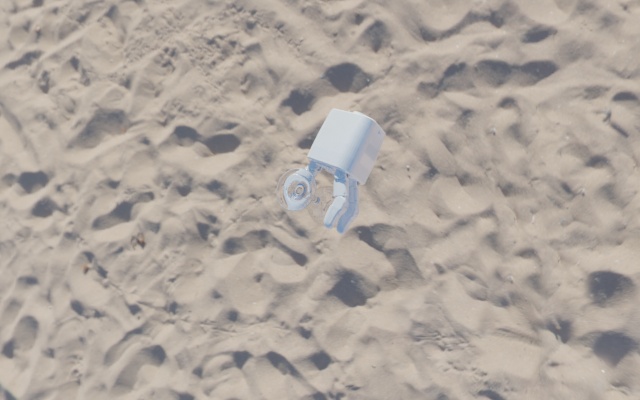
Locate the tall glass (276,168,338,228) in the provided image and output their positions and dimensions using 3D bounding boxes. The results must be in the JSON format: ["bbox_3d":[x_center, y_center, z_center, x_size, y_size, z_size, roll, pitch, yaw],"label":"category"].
[{"bbox_3d":[0.000,0.003,0.874,0.079,0.079,0.201,0,-13,25],"label":"tall glass"}]
